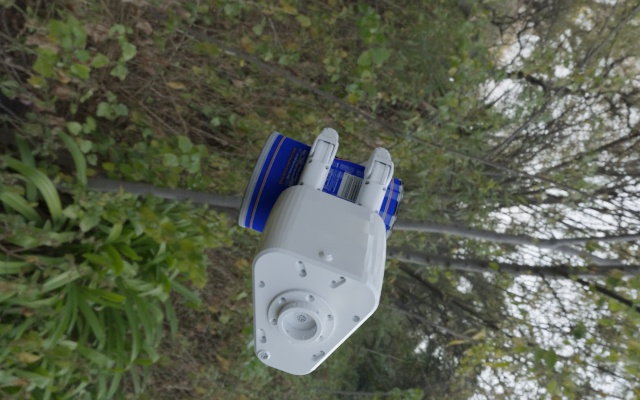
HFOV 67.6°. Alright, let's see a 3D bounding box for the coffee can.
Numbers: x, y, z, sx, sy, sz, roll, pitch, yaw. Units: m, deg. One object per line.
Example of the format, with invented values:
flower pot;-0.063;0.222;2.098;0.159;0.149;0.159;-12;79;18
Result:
coffee can;0.000;0.002;0.489;0.140;0.103;0.103;20;-1;-1
